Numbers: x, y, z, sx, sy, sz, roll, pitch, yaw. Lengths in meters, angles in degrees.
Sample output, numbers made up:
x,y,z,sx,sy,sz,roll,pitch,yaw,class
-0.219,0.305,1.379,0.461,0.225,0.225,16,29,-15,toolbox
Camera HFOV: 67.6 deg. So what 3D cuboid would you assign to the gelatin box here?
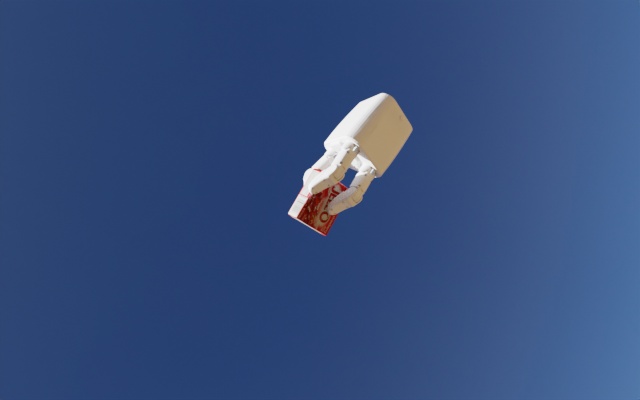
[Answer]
x,y,z,sx,sy,sz,roll,pitch,yaw,class
0.000,0.003,0.784,0.073,0.089,0.030,33,-6,-38,gelatin box
